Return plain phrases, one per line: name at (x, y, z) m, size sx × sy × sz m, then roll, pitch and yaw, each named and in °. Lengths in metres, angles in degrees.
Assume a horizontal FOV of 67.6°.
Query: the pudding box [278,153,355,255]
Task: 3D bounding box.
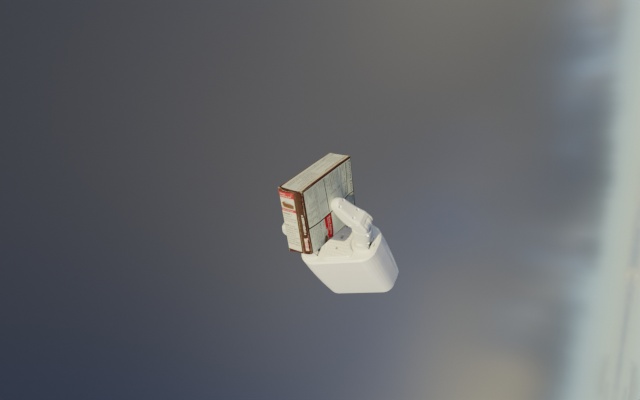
pudding box at (0.000, 0.002, 0.599) m, size 0.039 × 0.090 × 0.113 m, roll 9°, pitch 31°, yaw 32°
